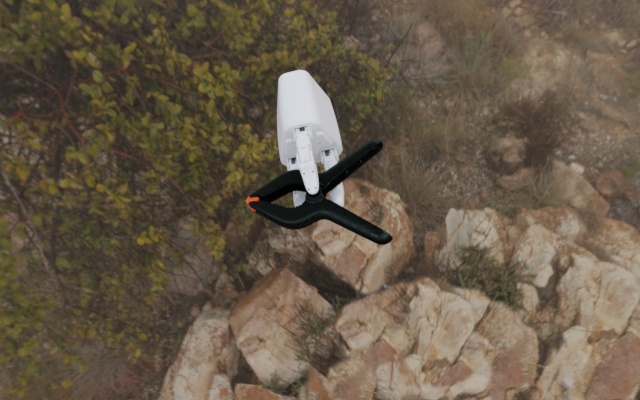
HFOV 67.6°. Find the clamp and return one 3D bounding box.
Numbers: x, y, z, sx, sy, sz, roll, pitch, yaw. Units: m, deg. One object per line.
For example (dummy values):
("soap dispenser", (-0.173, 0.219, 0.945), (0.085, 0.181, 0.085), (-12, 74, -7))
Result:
("clamp", (-0.001, 0.002, 0.676), (0.210, 0.164, 0.036), (-12, -31, 5))
